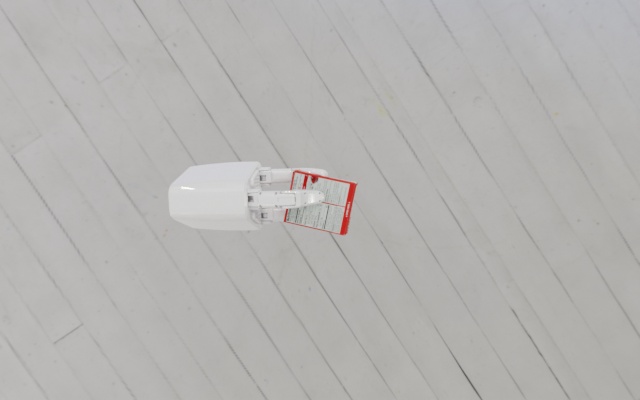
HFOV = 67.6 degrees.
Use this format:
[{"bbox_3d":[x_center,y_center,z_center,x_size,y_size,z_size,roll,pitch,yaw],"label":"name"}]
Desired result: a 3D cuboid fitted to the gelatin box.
[{"bbox_3d":[0.000,0.002,0.651,0.089,0.073,0.030,12,6,9],"label":"gelatin box"}]
